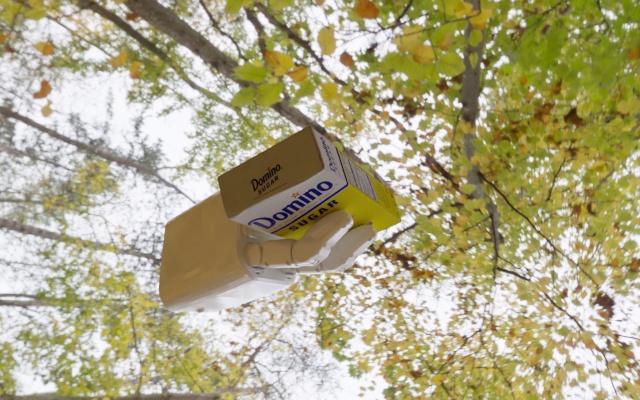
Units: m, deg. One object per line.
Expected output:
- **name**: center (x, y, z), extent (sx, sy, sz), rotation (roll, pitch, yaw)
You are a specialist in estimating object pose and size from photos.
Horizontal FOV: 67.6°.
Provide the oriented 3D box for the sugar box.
- **sugar box**: center (0.000, 0.002, 0.433), extent (0.093, 0.048, 0.176), rotation (-26, -23, 21)
